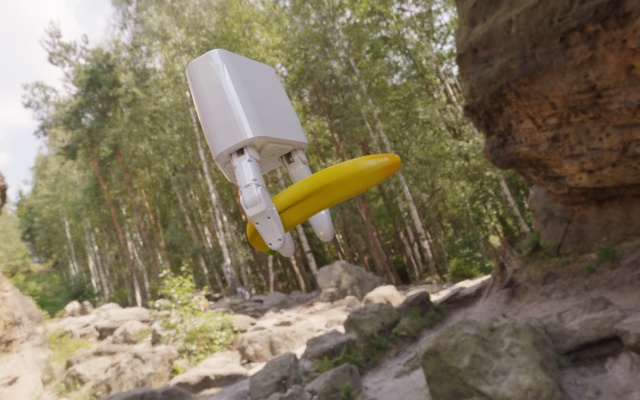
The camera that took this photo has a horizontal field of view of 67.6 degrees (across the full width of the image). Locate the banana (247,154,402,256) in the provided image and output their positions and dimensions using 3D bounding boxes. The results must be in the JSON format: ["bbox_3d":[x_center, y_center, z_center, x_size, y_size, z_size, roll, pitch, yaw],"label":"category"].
[{"bbox_3d":[-0.014,0.004,0.469,0.198,0.037,0.069,-33,-18,33],"label":"banana"}]
